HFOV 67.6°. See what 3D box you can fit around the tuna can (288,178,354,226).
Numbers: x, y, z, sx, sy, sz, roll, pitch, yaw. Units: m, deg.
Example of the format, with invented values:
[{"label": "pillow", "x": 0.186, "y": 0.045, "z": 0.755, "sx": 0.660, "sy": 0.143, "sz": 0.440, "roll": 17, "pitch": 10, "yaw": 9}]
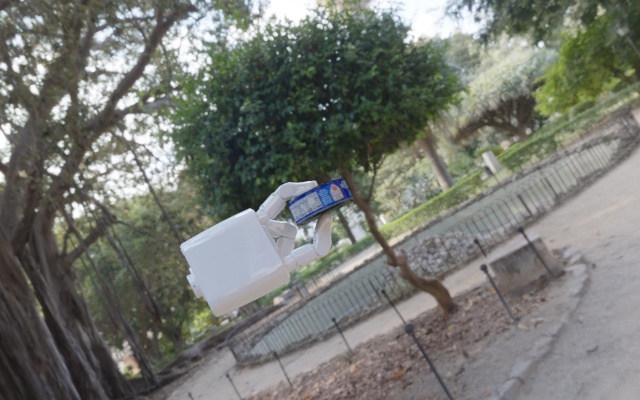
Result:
[{"label": "tuna can", "x": 0.000, "y": 0.002, "z": 0.650, "sx": 0.086, "sy": 0.033, "sz": 0.086, "roll": -25, "pitch": -6, "yaw": -3}]
